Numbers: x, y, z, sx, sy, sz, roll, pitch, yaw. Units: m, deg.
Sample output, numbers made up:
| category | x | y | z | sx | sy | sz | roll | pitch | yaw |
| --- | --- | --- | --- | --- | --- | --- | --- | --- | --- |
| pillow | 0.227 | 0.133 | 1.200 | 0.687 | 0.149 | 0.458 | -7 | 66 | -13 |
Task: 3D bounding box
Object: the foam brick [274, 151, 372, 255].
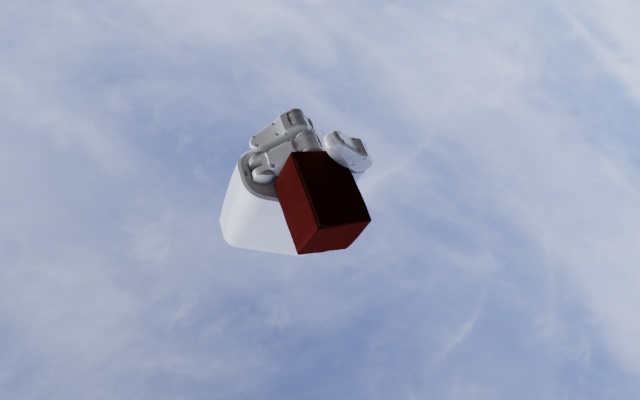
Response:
| category | x | y | z | sx | sy | sz | roll | pitch | yaw |
| --- | --- | --- | --- | --- | --- | --- | --- | --- | --- |
| foam brick | 0.000 | 0.002 | 0.420 | 0.053 | 0.078 | 0.051 | -4 | -32 | -29 |
